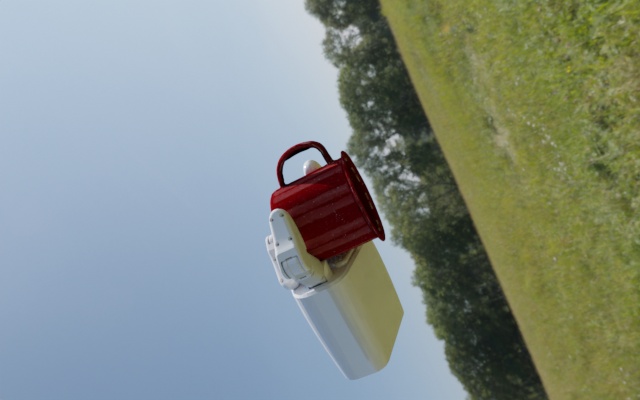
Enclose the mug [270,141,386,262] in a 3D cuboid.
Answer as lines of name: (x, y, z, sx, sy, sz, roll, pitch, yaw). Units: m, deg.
mug: (-0.001, 0.000, 0.450, 0.081, 0.117, 0.093, -25, 13, 12)
